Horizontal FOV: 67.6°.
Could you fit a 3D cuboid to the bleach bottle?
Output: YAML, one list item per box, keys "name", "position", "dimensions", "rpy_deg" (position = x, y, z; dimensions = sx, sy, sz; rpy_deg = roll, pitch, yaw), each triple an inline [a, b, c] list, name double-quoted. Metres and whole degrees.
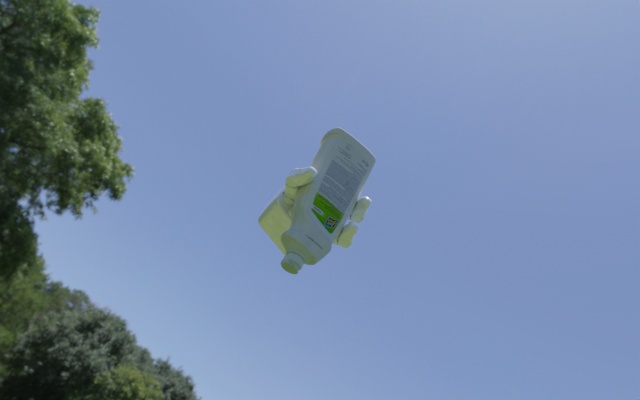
- name: "bleach bottle"
  position: [0.000, 0.002, 0.758]
  dimensions: [0.102, 0.250, 0.068]
  rpy_deg: [37, -34, -12]
